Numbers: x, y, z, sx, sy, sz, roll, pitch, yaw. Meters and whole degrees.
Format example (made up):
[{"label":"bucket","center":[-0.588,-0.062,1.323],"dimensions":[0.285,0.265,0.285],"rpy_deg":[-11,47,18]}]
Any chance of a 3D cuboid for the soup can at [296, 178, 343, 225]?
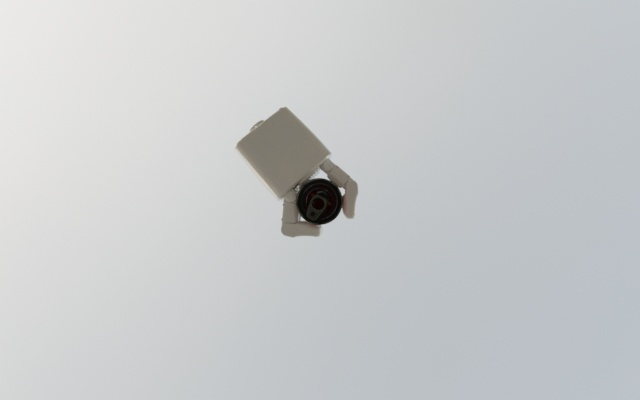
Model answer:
[{"label":"soup can","center":[0.001,0.003,0.735],"dimensions":[0.068,0.068,0.102],"rpy_deg":[0,-1,2]}]
